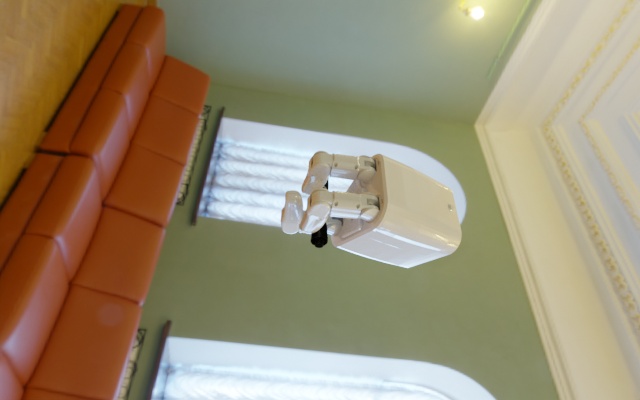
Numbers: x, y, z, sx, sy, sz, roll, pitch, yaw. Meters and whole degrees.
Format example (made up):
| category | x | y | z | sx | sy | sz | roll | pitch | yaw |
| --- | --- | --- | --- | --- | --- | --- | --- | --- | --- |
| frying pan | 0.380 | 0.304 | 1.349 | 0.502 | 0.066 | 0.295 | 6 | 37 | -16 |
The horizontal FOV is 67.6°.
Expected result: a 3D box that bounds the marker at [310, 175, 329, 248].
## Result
| category | x | y | z | sx | sy | sz | roll | pitch | yaw |
| --- | --- | --- | --- | --- | --- | --- | --- | --- | --- |
| marker | 0.000 | 0.002 | 0.546 | 0.020 | 0.121 | 0.020 | 1 | -39 | 1 |
